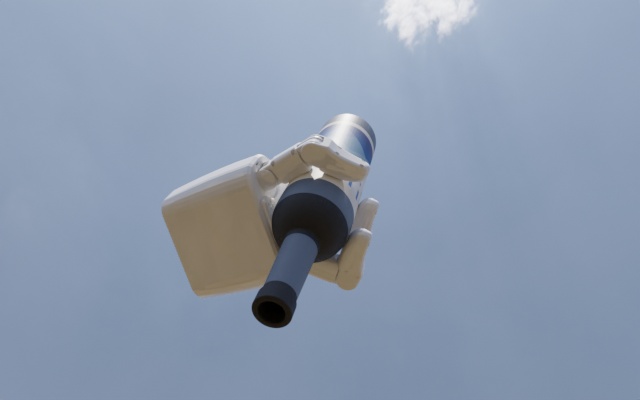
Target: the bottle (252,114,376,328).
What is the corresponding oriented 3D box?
[{"bbox_3d":[0.000,0.001,0.430,0.069,0.069,0.295,0,29,14],"label":"bottle"}]
